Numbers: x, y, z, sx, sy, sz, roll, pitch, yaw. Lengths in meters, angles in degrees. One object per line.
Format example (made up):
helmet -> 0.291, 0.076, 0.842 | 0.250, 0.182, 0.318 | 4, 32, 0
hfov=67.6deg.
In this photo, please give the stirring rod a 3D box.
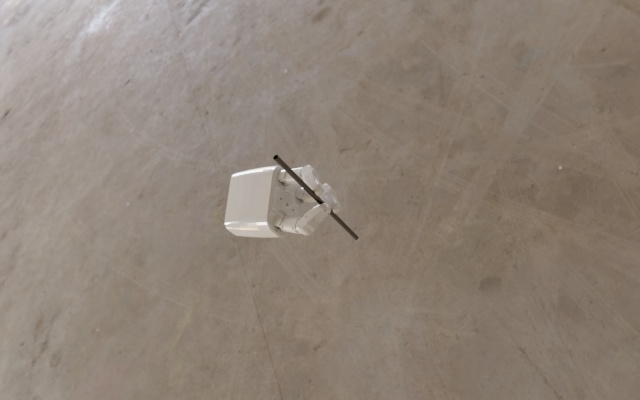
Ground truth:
stirring rod -> 0.000, 0.003, 0.739 | 0.011, 0.011, 0.240 | 0, -31, 37
